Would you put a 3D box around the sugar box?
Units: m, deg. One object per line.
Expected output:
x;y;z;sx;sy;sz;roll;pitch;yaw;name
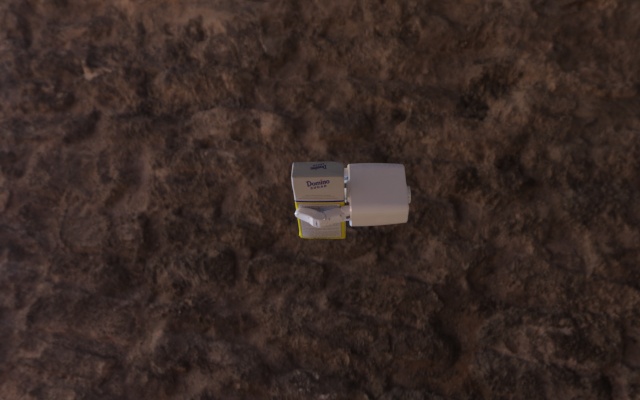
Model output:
0.000;0.003;0.894;0.093;0.048;0.176;0;-44;3;sugar box
